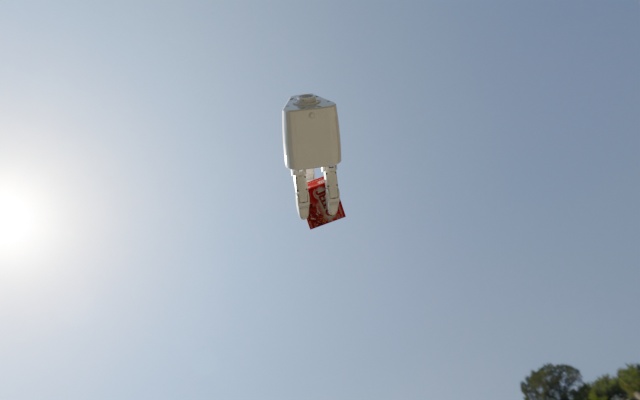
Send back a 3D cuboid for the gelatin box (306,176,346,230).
[{"bbox_3d":[0.000,0.003,0.893,0.073,0.089,0.030,-20,32,-2],"label":"gelatin box"}]
